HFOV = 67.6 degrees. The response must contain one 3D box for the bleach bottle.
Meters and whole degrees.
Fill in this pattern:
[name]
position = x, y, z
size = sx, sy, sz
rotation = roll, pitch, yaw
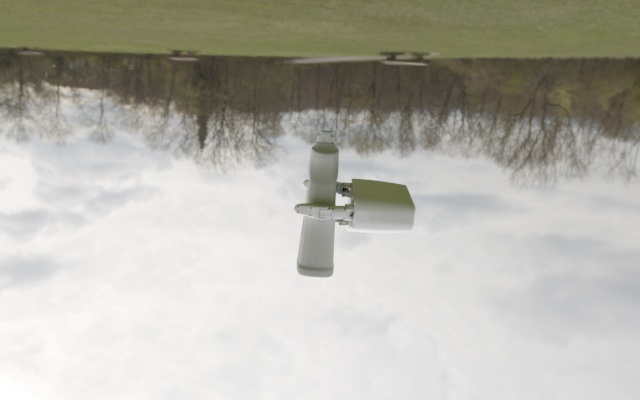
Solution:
[bleach bottle]
position = 0.000, 0.003, 0.852
size = 0.068, 0.251, 0.102
rotation = 5, 11, -3
